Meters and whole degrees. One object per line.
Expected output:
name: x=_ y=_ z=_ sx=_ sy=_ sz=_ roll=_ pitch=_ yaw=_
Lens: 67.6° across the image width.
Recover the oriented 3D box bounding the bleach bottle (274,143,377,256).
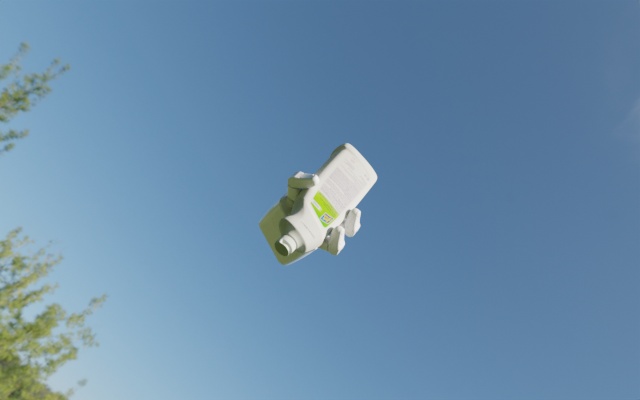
bleach bottle: x=0.000 y=0.003 z=0.836 sx=0.250 sy=0.102 sz=0.068 roll=-45 pitch=4 yaw=-40
